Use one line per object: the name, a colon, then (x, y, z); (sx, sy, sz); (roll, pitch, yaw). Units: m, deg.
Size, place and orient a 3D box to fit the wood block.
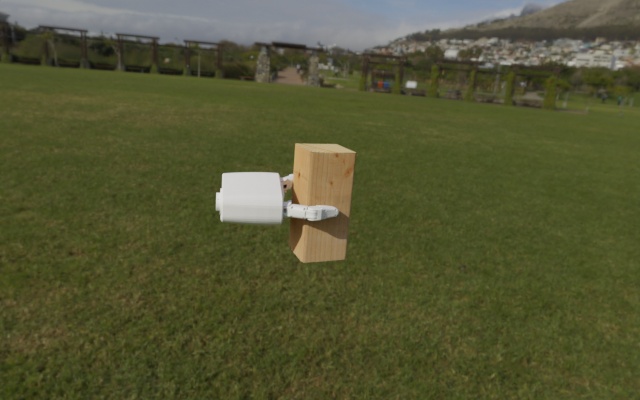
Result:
wood block: (0.000, 0.003, 0.899); (0.090, 0.206, 0.090); (-2, 17, -22)
